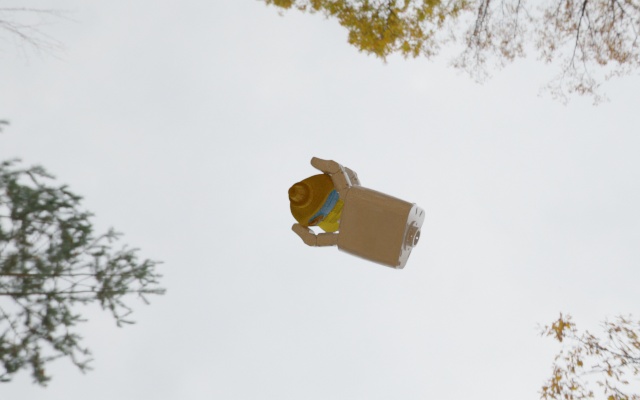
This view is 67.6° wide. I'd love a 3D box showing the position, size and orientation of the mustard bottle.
[{"bbox_3d":[0.000,0.003,0.811,0.058,0.096,0.192,44,11,26],"label":"mustard bottle"}]
